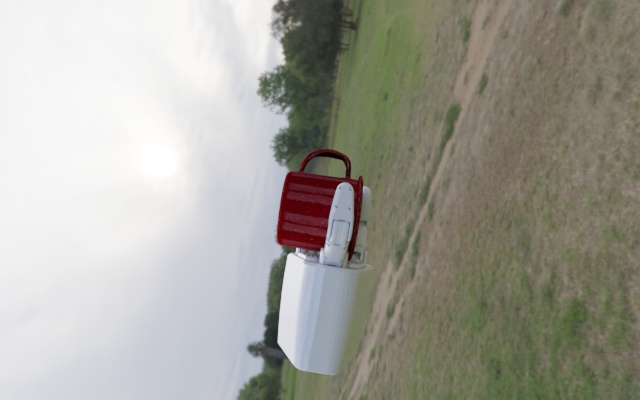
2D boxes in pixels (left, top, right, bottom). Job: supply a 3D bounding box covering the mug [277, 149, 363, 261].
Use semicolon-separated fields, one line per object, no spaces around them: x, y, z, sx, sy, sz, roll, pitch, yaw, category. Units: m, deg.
0.000;0.000;0.515;0.081;0.117;0.093;8;-3;0;mug
